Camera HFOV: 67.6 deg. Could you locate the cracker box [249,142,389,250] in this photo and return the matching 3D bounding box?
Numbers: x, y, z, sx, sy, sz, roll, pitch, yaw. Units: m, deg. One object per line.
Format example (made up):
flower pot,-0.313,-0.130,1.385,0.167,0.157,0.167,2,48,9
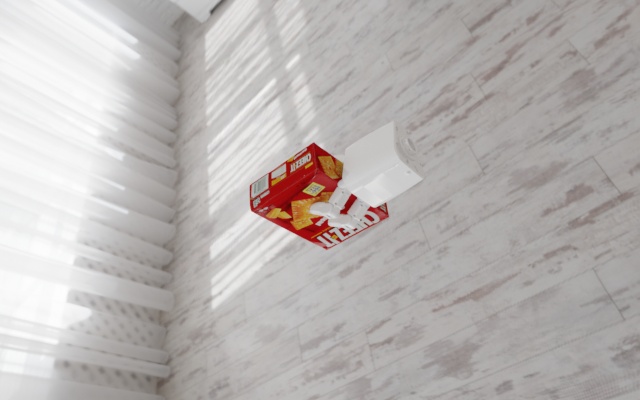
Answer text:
cracker box,0.000,0.003,0.890,0.164,0.072,0.214,-31,-43,29
